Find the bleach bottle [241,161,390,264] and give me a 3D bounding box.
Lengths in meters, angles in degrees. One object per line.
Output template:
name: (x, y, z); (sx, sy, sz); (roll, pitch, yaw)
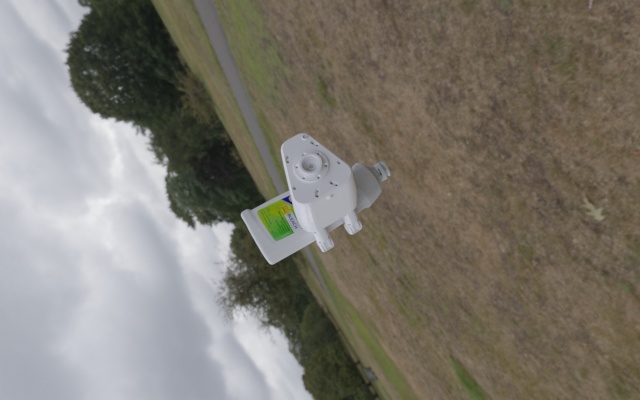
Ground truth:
bleach bottle: (0.000, 0.003, 0.804); (0.251, 0.102, 0.068); (-31, -23, -6)
